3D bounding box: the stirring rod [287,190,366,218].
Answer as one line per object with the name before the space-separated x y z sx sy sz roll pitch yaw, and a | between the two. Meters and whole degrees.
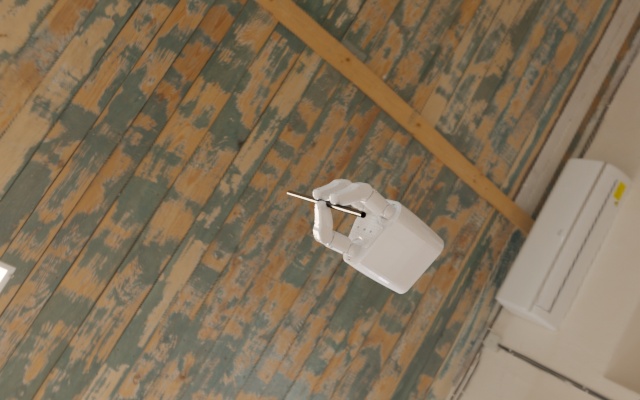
stirring rod | 0.000 0.002 0.680 0.011 0.011 0.239 0 7 -26
